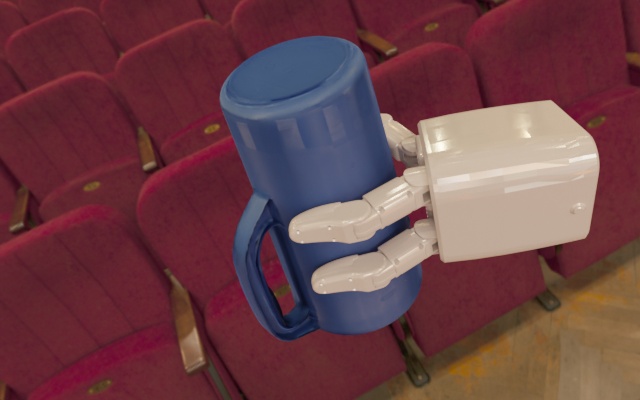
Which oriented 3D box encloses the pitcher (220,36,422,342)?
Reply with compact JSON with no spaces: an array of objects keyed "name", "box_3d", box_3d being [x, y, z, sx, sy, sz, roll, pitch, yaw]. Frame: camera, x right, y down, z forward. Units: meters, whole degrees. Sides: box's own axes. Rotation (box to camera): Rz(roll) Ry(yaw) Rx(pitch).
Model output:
[{"name":"pitcher","box_3d":[0.000,0.001,0.404,0.145,0.243,0.149,-10,41,11]}]
